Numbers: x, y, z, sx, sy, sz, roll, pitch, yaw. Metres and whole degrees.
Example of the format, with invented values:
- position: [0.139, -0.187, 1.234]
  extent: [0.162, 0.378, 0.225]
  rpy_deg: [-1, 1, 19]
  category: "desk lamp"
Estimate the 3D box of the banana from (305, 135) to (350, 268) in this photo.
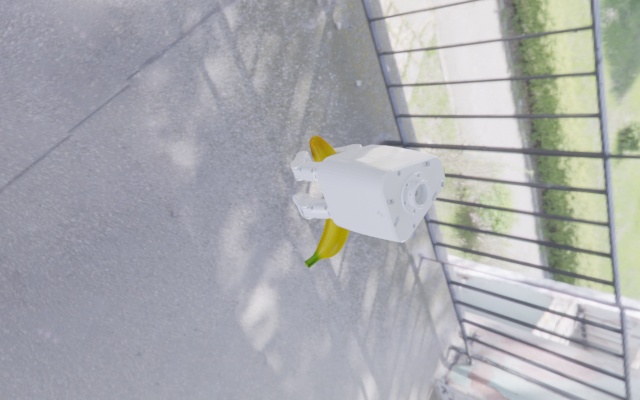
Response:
- position: [0.015, 0.003, 0.696]
  extent: [0.069, 0.198, 0.037]
  rpy_deg: [-9, 18, -36]
  category: "banana"
